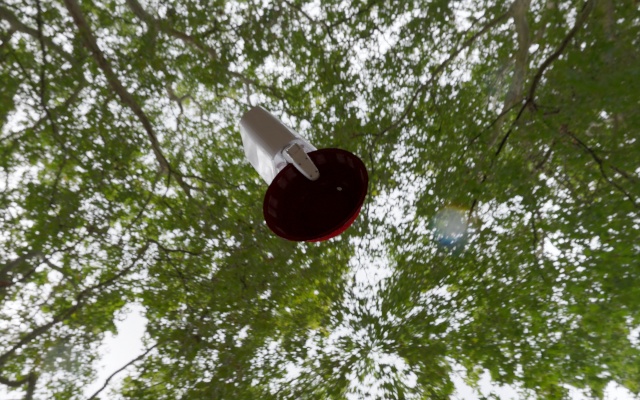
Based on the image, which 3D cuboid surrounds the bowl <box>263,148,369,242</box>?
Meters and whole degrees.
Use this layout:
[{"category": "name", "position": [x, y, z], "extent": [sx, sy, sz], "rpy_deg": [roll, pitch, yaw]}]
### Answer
[{"category": "bowl", "position": [0.001, 0.003, 0.690], "extent": [0.162, 0.162, 0.055], "rpy_deg": [0, -35, 28]}]
